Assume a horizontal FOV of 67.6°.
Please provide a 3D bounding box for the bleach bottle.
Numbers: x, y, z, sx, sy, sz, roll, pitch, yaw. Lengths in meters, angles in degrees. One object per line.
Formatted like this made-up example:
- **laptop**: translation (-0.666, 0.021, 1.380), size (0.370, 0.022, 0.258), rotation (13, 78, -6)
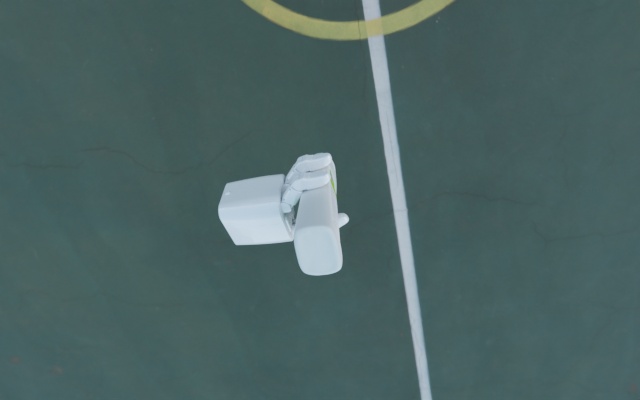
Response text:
- **bleach bottle**: translation (0.000, 0.003, 0.808), size (0.068, 0.103, 0.250), rotation (-6, 36, 7)
